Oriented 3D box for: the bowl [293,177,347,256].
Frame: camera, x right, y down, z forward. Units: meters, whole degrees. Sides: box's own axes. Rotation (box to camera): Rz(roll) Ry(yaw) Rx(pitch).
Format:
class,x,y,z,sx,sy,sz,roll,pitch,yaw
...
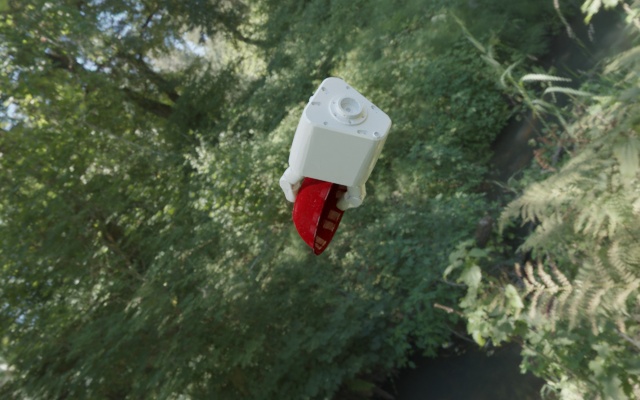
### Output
class,x,y,z,sx,sy,sz,roll,pitch,yaw
bowl,0.000,0.003,0.757,0.055,0.162,0.162,20,5,14
